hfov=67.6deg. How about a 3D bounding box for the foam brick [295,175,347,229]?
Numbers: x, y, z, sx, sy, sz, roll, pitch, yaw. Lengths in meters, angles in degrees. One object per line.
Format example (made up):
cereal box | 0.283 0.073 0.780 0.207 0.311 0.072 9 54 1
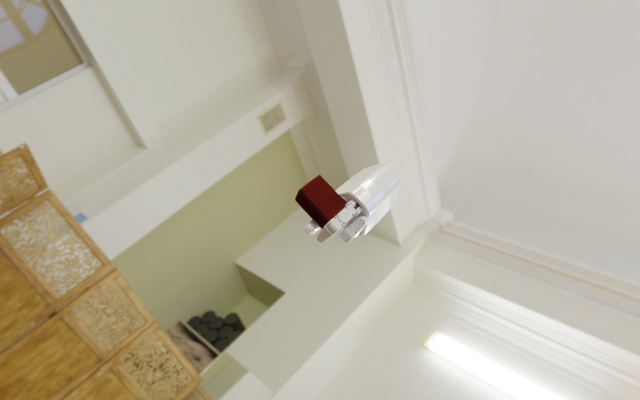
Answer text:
foam brick | 0.000 0.003 0.864 0.051 0.078 0.053 -41 -5 -21
